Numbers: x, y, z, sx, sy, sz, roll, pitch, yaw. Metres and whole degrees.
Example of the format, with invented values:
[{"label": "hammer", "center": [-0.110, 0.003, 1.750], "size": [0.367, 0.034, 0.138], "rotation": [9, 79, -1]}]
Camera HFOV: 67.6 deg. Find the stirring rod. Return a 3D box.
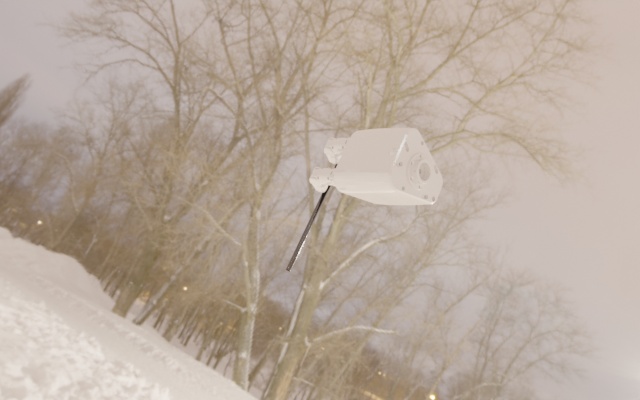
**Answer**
[{"label": "stirring rod", "center": [0.000, 0.003, 0.759], "size": [0.011, 0.239, 0.011], "rotation": [23, -17, 8]}]
